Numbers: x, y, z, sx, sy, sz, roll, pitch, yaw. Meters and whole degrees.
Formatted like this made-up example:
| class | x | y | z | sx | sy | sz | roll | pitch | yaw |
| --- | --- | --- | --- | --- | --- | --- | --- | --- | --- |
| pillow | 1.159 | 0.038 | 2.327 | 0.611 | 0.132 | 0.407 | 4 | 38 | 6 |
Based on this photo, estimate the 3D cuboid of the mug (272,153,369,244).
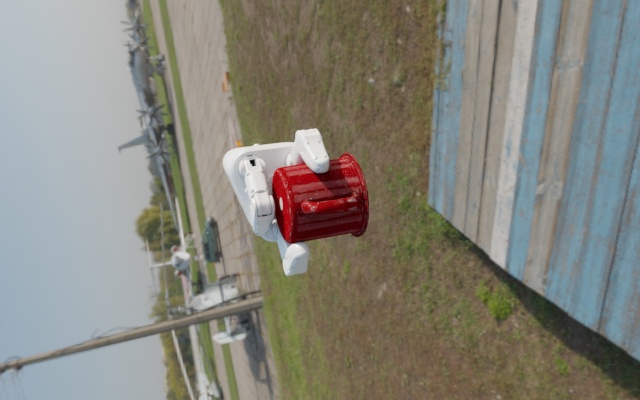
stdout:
| class | x | y | z | sx | sy | sz | roll | pitch | yaw |
| --- | --- | --- | --- | --- | --- | --- | --- | --- | --- |
| mug | 0.000 | 0.002 | 0.498 | 0.081 | 0.093 | 0.117 | -9 | 10 | -17 |
